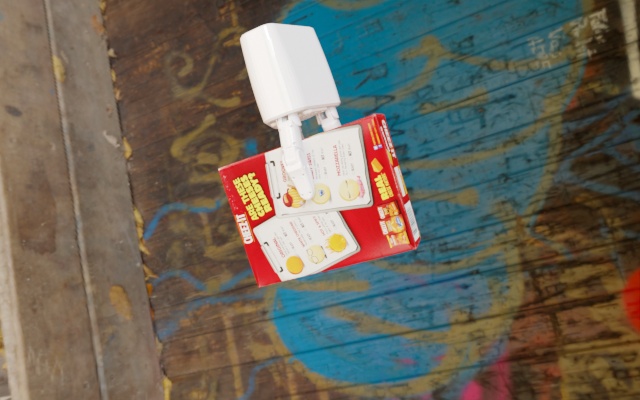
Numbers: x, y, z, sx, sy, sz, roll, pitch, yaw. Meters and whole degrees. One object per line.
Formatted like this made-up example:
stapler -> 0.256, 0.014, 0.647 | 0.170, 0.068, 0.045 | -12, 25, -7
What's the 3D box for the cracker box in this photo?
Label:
cracker box -> 0.000, 0.002, 0.603 | 0.214, 0.164, 0.072 | -17, 4, 20
